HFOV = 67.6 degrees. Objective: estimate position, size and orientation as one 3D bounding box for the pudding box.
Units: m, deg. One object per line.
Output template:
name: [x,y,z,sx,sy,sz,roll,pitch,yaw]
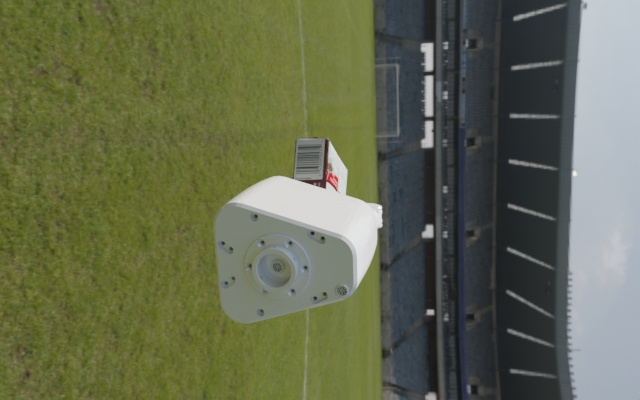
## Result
pudding box: [0.000,0.002,0.507,0.039,0.113,0.090,0,-17,16]
